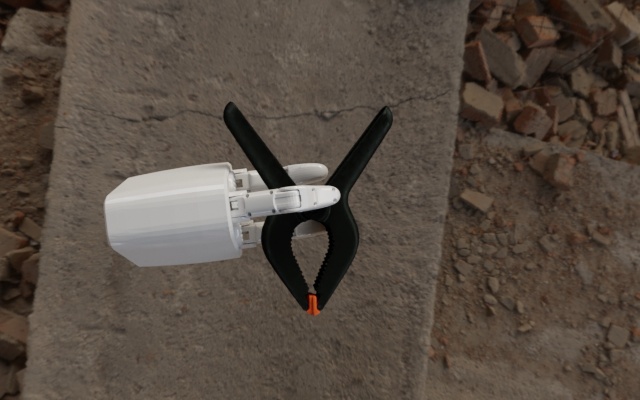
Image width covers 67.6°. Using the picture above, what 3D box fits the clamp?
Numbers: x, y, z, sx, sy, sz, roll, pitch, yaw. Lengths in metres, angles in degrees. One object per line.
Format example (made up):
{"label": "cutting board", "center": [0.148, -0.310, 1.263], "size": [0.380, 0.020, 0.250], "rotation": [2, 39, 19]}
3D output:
{"label": "clamp", "center": [0.000, 0.002, 0.462], "size": [0.164, 0.210, 0.036], "rotation": [-7, 0, -8]}
